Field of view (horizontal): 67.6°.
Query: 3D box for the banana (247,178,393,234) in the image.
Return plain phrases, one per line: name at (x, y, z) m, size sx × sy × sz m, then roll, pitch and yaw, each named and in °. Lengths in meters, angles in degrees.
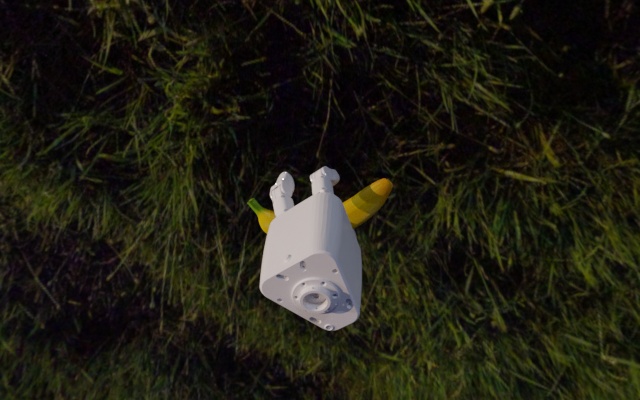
banana at (0.001, 0.020, 0.628) m, size 0.198 × 0.070 × 0.037 m, roll -9°, pitch 19°, yaw 13°
